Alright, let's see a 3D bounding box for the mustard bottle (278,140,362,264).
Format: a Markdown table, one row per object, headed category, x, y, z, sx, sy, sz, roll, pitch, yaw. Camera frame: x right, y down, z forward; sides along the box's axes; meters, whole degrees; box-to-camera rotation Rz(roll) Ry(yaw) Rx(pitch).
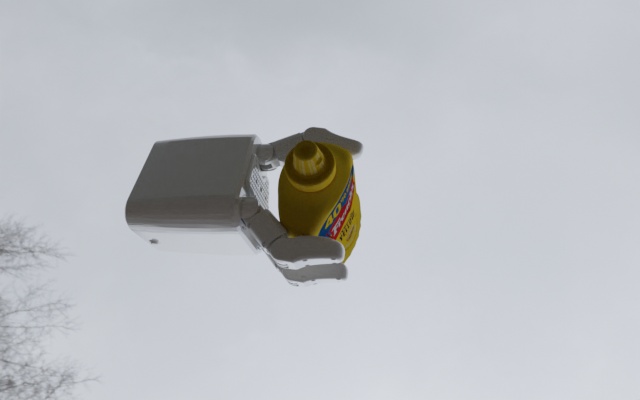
| category | x | y | z | sx | sy | sz | roll | pitch | yaw |
| --- | --- | --- | --- | --- | --- | --- | --- | --- | --- |
| mustard bottle | 0.000 | 0.002 | 0.444 | 0.058 | 0.096 | 0.192 | 22 | -20 | 17 |
